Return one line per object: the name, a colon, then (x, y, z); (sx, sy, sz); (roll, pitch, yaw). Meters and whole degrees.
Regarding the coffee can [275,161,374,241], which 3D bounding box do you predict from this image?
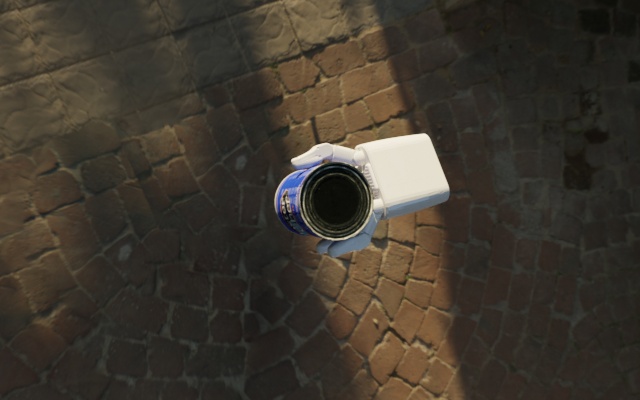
coffee can: (0.000, 0.002, 0.675); (0.103, 0.103, 0.140); (0, -1, -18)
